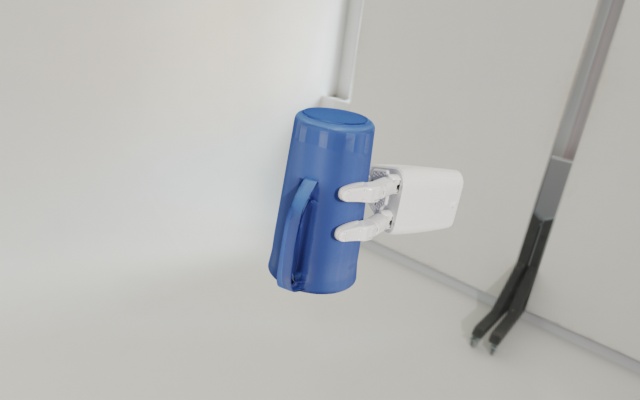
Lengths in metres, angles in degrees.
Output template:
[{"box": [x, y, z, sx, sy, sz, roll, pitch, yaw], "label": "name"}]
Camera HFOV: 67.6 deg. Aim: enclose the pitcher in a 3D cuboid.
[{"box": [0.000, 0.002, 0.664, 0.145, 0.243, 0.149, -1, 23, -22], "label": "pitcher"}]
